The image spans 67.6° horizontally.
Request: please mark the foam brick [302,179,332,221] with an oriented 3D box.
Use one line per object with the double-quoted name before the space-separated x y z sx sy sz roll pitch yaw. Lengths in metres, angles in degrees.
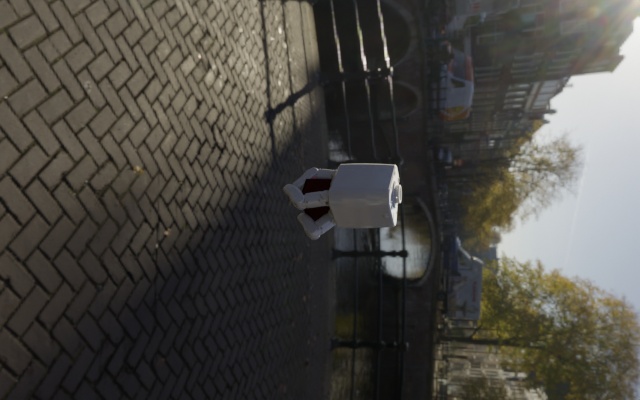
"foam brick" 0.000 0.003 0.897 0.051 0.053 0.078 2 -36 19
